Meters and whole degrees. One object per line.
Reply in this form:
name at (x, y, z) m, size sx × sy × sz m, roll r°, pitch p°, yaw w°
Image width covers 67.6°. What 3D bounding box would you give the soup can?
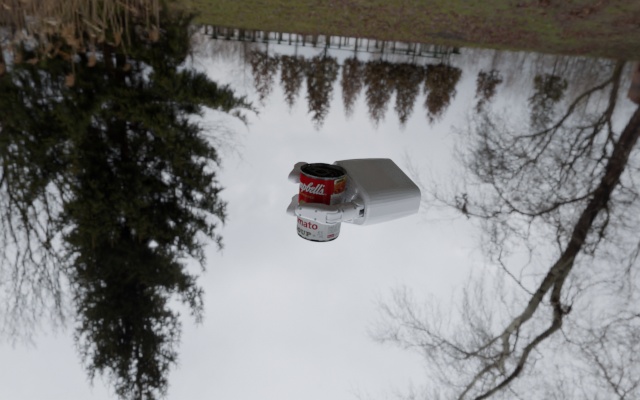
soup can at (0.000, 0.003, 0.707) m, size 0.068 × 0.102 × 0.068 m, roll 4°, pitch 22°, yaw -2°
